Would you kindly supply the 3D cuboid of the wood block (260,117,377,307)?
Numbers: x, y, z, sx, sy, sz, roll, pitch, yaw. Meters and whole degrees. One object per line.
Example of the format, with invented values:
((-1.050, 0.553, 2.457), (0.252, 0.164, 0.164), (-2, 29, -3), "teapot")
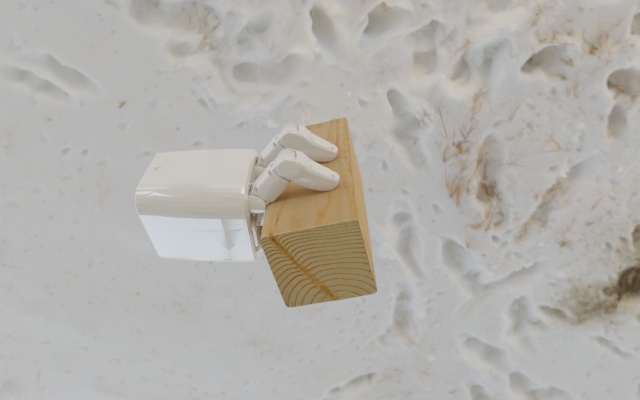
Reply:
((0.000, 0.002, 0.510), (0.090, 0.091, 0.206), (-11, 34, 8), "wood block")
